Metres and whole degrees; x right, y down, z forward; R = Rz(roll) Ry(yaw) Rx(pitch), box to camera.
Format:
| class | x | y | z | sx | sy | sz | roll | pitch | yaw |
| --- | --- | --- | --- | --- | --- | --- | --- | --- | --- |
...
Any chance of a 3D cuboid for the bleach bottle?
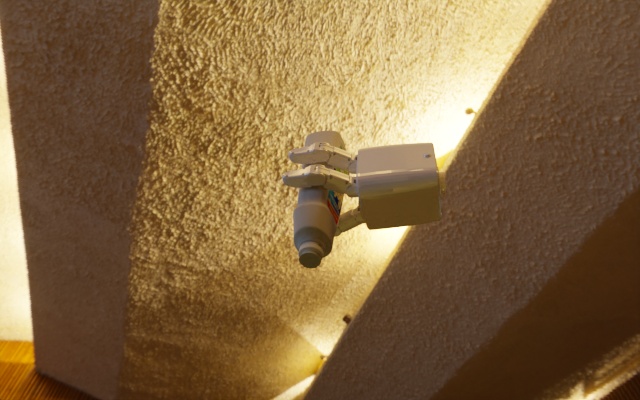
| class | x | y | z | sx | sy | sz | roll | pitch | yaw |
| --- | --- | --- | --- | --- | --- | --- | --- | --- | --- |
| bleach bottle | 0.000 | 0.002 | 0.689 | 0.068 | 0.103 | 0.250 | -6 | 38 | 11 |
